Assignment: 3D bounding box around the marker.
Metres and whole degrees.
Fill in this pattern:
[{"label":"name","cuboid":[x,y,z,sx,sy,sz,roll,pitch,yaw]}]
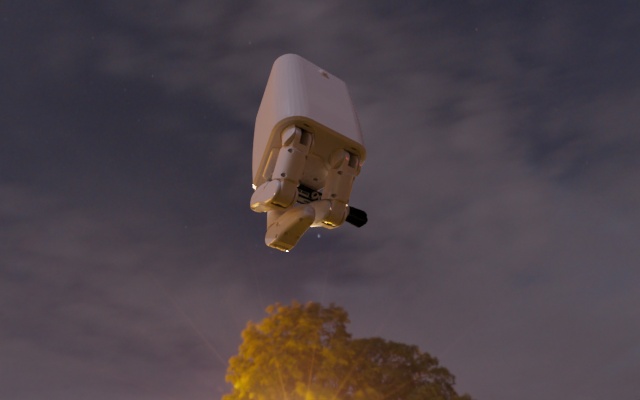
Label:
[{"label":"marker","cuboid":[0.000,0.002,0.479,0.121,0.020,0.020,23,-12,-31]}]
